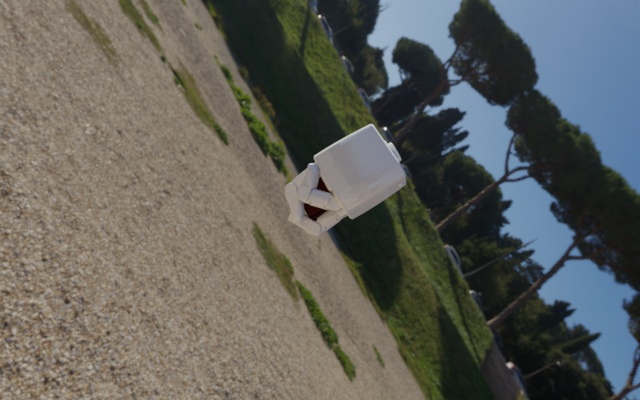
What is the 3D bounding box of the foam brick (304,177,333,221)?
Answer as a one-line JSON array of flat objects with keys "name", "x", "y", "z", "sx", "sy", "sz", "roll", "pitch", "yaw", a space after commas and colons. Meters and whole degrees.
[{"name": "foam brick", "x": 0.000, "y": 0.003, "z": 0.792, "sx": 0.051, "sy": 0.053, "sz": 0.078, "roll": -32, "pitch": -15, "yaw": 4}]
